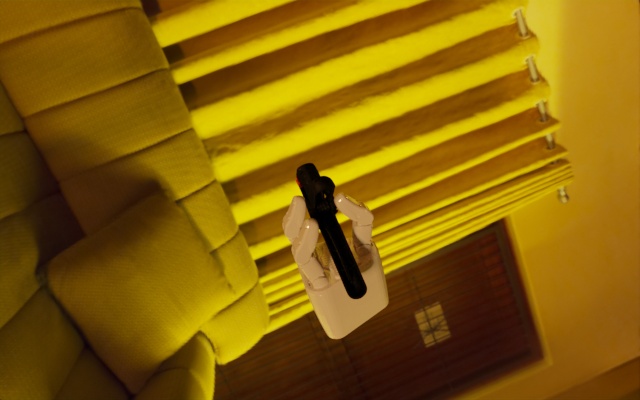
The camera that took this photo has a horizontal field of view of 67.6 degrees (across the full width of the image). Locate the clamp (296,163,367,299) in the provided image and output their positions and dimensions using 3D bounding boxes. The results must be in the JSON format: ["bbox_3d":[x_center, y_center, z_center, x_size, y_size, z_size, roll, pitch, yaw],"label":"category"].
[{"bbox_3d":[0.001,0.002,0.601,0.036,0.165,0.209,-20,36,-5],"label":"clamp"}]
